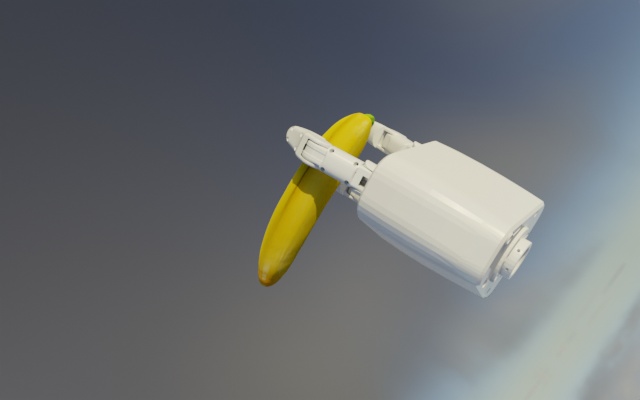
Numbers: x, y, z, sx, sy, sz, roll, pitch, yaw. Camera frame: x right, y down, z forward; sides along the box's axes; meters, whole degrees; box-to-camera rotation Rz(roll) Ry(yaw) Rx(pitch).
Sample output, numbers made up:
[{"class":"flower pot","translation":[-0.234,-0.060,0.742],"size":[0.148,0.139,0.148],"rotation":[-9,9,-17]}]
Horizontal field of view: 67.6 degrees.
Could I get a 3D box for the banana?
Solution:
[{"class":"banana","translation":[-0.004,-0.007,0.435],"size":[0.037,0.198,0.070],"rotation":[31,-7,25]}]
